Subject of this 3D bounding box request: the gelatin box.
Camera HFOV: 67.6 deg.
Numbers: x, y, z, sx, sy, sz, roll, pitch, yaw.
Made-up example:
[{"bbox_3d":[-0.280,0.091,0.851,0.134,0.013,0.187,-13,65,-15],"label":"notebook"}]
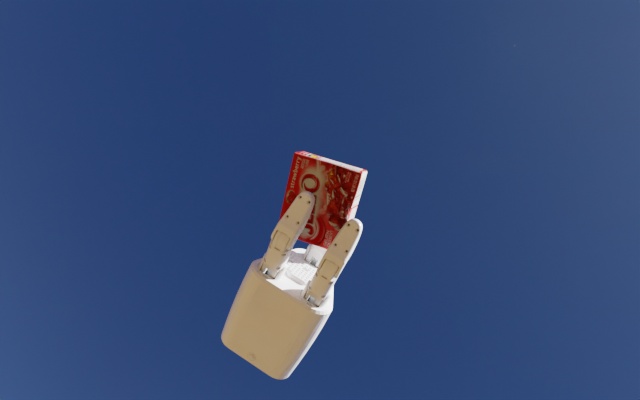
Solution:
[{"bbox_3d":[0.000,0.001,0.492,0.073,0.089,0.030,18,15,14],"label":"gelatin box"}]
